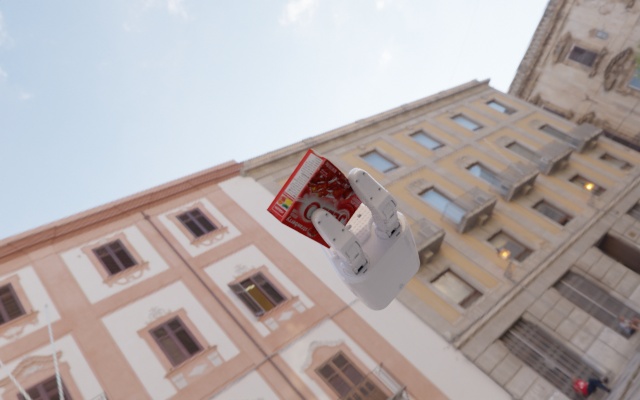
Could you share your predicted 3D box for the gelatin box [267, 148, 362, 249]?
[{"bbox_3d":[0.000,0.001,0.476,0.030,0.073,0.089,36,0,40],"label":"gelatin box"}]
